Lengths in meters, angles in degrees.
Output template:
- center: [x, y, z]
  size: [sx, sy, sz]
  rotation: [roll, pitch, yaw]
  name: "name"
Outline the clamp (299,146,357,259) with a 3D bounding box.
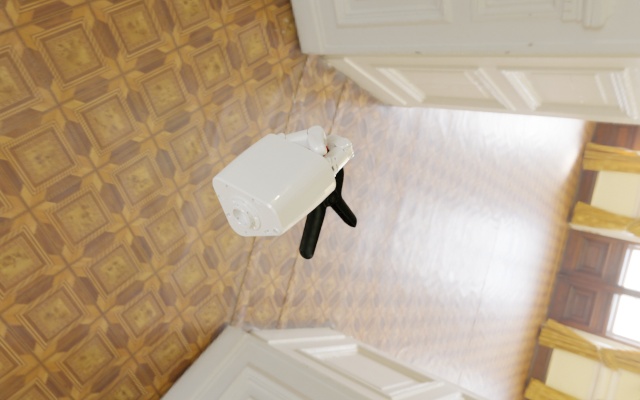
- center: [0.001, 0.002, 0.705]
  size: [0.039, 0.172, 0.120]
  rotation: [13, 43, 37]
  name: "clamp"
